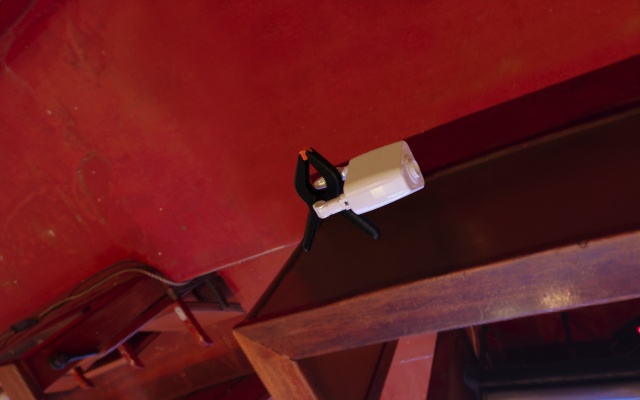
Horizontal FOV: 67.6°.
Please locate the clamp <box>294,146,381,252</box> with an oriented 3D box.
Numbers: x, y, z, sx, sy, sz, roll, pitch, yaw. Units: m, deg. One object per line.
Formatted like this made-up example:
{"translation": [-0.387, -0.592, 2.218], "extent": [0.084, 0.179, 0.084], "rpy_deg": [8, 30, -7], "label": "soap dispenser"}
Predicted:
{"translation": [0.000, 0.003, 0.897], "extent": [0.164, 0.210, 0.036], "rpy_deg": [-21, 15, 27], "label": "clamp"}
